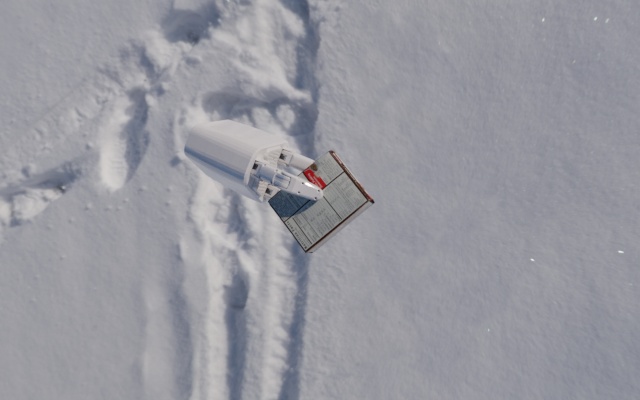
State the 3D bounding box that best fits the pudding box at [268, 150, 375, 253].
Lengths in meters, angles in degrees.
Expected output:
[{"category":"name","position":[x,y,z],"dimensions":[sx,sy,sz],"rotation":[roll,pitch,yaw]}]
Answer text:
[{"category":"pudding box","position":[0.000,0.002,0.633],"dimensions":[0.113,0.090,0.039],"rotation":[-40,-12,11]}]
